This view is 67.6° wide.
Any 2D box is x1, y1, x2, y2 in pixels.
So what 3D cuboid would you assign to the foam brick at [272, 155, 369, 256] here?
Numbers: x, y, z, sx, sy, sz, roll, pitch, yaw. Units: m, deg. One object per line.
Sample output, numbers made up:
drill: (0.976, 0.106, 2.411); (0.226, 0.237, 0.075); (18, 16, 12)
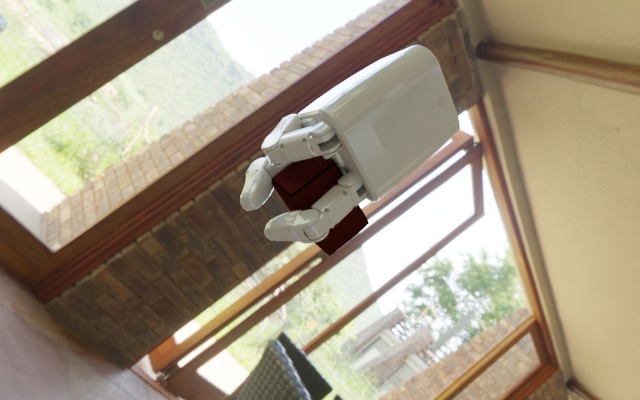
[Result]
foam brick: (0.000, 0.002, 0.446); (0.051, 0.078, 0.053); (-38, 32, -10)
